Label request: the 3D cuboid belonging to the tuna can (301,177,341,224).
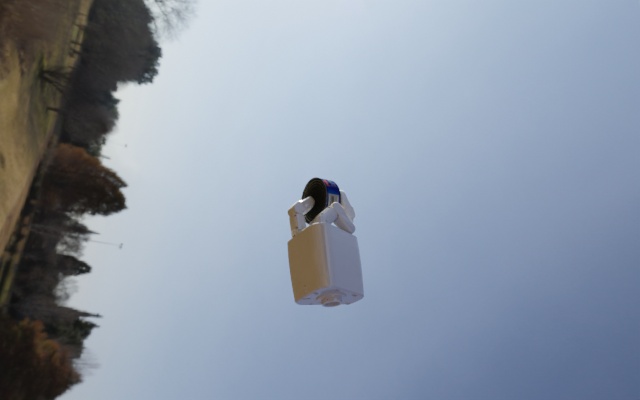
[{"bbox_3d":[0.001,0.003,0.863,0.034,0.086,0.086,9,-5,-32],"label":"tuna can"}]
